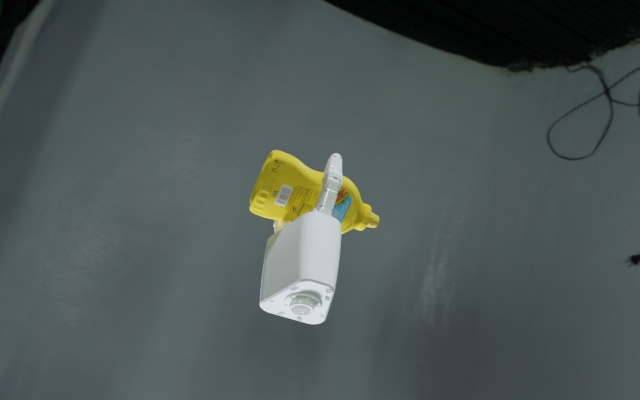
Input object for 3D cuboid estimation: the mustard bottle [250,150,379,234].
[{"bbox_3d":[0.000,0.002,0.702,0.191,0.096,0.058,20,21,-16],"label":"mustard bottle"}]
